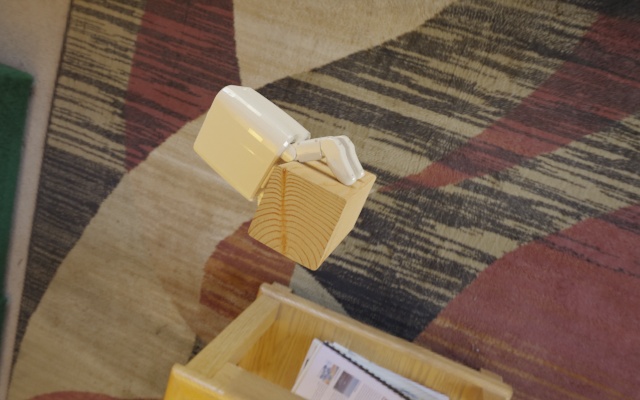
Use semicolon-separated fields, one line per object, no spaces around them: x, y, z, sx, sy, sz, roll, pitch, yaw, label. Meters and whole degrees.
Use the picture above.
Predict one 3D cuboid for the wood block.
0.000;0.002;0.613;0.090;0.091;0.206;27;16;9;wood block
